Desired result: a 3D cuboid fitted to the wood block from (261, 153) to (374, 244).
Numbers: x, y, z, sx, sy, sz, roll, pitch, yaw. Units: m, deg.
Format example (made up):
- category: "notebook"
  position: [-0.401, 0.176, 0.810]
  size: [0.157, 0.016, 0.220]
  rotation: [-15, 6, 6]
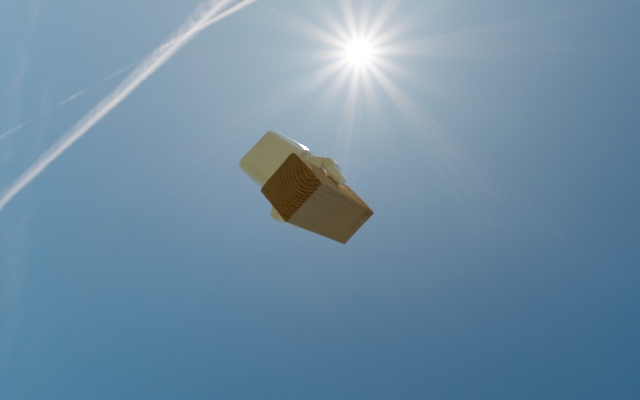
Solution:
- category: "wood block"
  position: [0.000, 0.002, 0.875]
  size: [0.090, 0.091, 0.206]
  rotation: [48, 12, 32]
